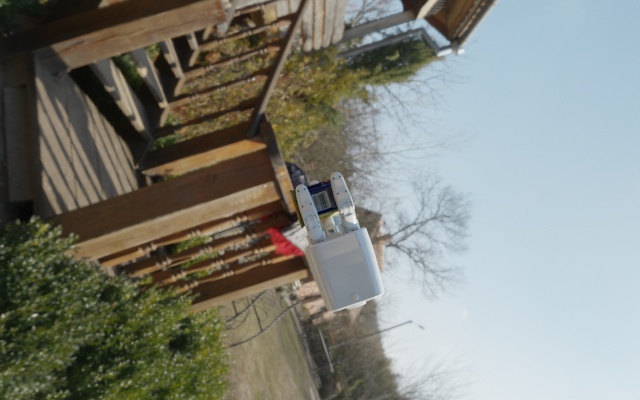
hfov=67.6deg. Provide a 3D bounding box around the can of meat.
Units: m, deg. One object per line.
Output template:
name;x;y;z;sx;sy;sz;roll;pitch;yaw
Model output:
can of meat;0.000;0.002;0.755;0.084;0.057;0.102;-18;-7;-3
